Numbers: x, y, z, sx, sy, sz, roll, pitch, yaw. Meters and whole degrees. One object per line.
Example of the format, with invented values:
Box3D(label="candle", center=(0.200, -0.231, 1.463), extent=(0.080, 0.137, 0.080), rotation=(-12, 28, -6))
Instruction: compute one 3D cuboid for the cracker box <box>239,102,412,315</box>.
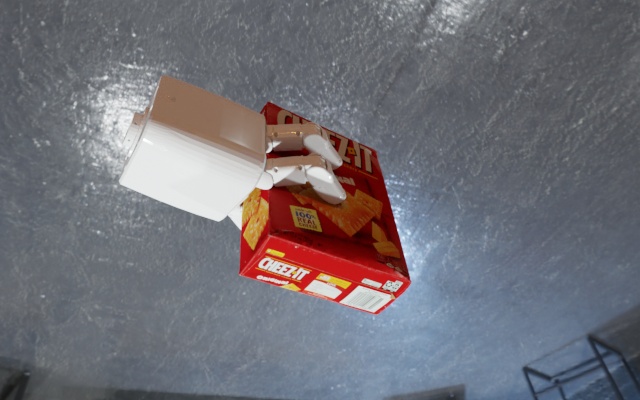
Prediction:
Box3D(label="cracker box", center=(0.000, 0.002, 0.525), extent=(0.164, 0.213, 0.072), rotation=(21, -52, -25))
